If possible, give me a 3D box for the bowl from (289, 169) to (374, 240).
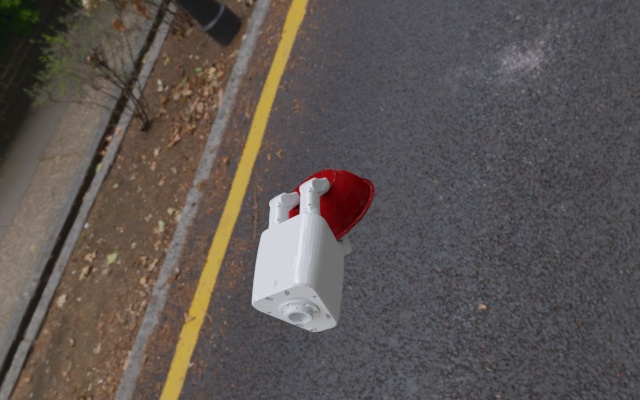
[{"bbox_3d":[0.000,0.001,0.730,0.162,0.055,0.162,-31,25,16],"label":"bowl"}]
